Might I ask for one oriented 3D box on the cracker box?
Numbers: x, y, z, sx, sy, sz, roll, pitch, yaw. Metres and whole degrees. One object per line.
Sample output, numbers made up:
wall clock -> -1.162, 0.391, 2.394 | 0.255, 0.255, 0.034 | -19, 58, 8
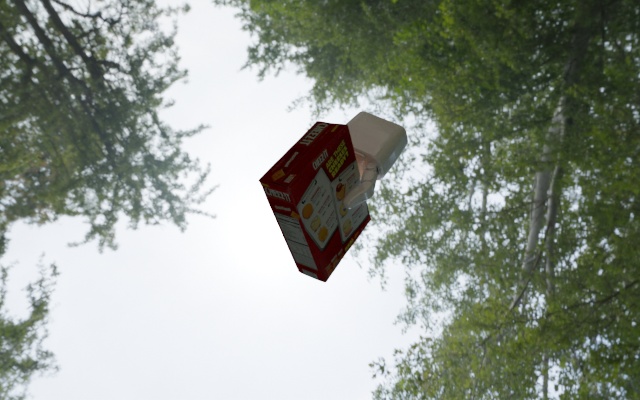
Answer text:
cracker box -> 0.000, 0.003, 0.793 | 0.072, 0.214, 0.164 | 14, 49, 35
